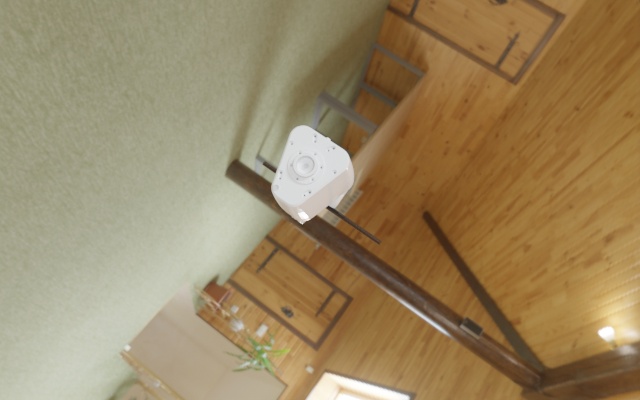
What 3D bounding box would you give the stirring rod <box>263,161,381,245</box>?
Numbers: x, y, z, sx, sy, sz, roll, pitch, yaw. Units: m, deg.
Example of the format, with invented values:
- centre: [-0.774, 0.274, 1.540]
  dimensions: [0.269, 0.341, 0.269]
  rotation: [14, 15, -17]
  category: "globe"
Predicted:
- centre: [0.000, 0.003, 0.801]
  dimensions: [0.239, 0.011, 0.011]
  rotation: [34, 7, 10]
  category: "stirring rod"
